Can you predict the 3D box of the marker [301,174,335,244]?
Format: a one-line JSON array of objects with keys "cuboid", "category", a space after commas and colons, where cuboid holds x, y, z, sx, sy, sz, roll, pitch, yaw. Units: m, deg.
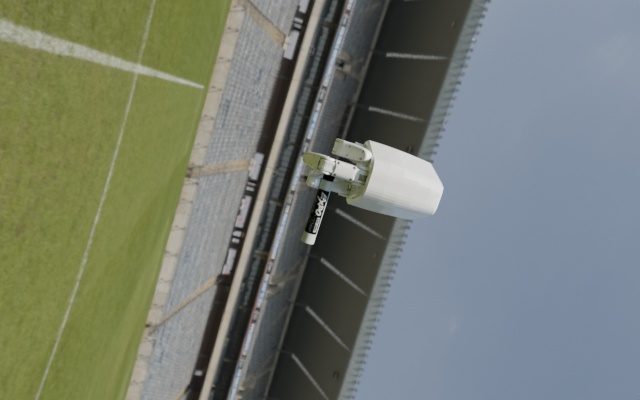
[{"cuboid": [0.000, 0.002, 0.663, 0.020, 0.121, 0.020, 18, 9, -3], "category": "marker"}]
